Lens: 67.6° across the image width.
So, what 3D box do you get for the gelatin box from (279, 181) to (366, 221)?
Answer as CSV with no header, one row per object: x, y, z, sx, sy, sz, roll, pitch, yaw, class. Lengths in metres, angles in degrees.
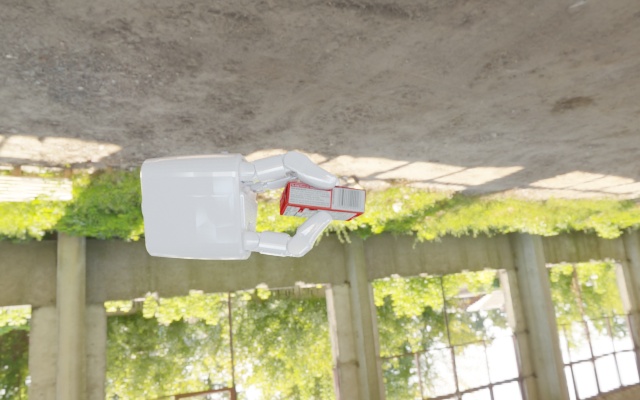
0.000,0.002,0.542,0.089,0.030,0.073,6,-11,-8,gelatin box
